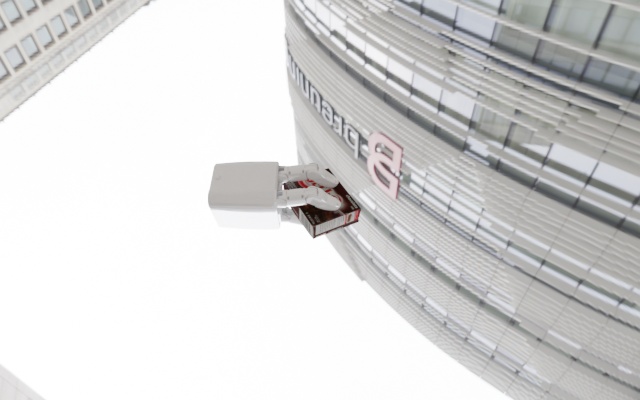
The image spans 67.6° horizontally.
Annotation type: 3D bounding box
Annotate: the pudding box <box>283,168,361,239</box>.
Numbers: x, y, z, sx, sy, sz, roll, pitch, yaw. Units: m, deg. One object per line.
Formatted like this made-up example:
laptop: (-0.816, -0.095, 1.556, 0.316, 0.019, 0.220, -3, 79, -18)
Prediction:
pudding box: (0.000, 0.003, 0.794, 0.090, 0.039, 0.113, -20, 52, -21)
